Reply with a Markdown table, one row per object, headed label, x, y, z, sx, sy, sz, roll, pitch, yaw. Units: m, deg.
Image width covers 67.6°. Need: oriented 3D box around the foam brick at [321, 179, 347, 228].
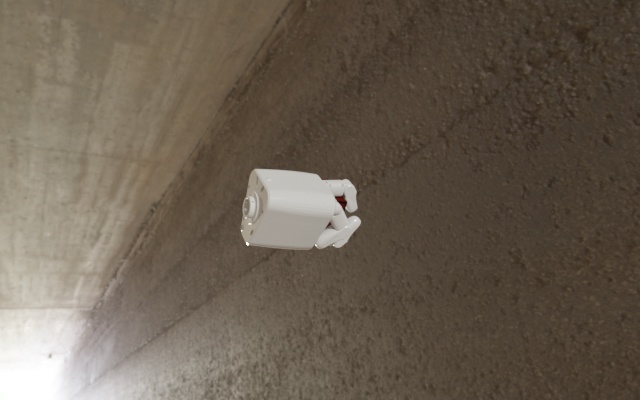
| label | x | y | z | sx | sy | sz | roll | pitch | yaw |
| --- | --- | --- | --- | --- | --- | --- | --- | --- | --- |
| foam brick | 0.000 | 0.003 | 0.789 | 0.051 | 0.053 | 0.078 | 5 | 28 | -28 |
